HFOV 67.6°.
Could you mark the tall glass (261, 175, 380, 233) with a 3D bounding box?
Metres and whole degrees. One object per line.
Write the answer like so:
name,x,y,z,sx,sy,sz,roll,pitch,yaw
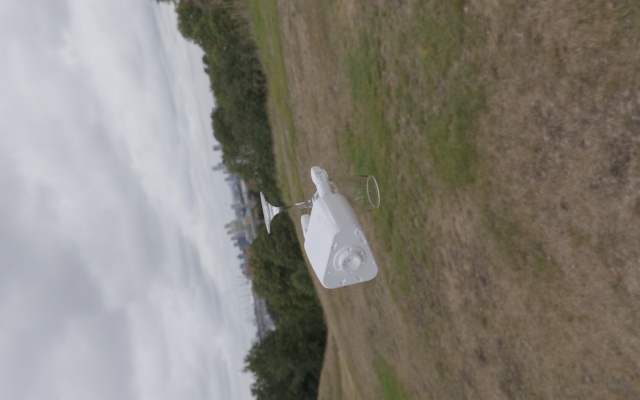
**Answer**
tall glass,-0.001,0.003,0.845,0.201,0.079,0.079,-11,2,-10
